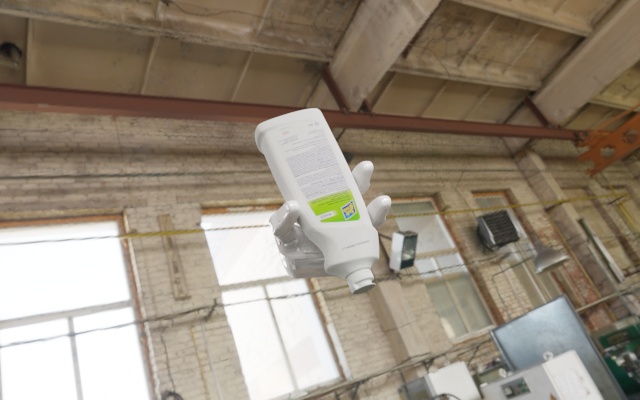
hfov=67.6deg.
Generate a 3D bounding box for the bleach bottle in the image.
[{"bbox_3d":[0.000,0.002,0.610,0.102,0.250,0.068,-19,-26,-8],"label":"bleach bottle"}]
